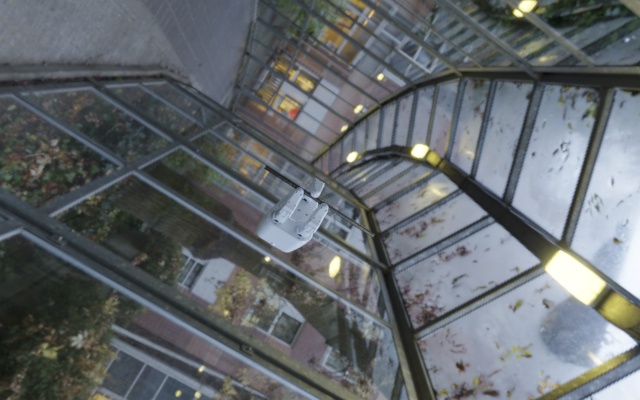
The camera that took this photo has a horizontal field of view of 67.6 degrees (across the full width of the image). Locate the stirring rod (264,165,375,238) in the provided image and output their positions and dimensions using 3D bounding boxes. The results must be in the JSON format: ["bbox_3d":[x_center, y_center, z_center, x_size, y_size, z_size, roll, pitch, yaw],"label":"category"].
[{"bbox_3d":[0.000,0.003,0.882,0.239,0.011,0.011,32,-6,-9],"label":"stirring rod"}]
